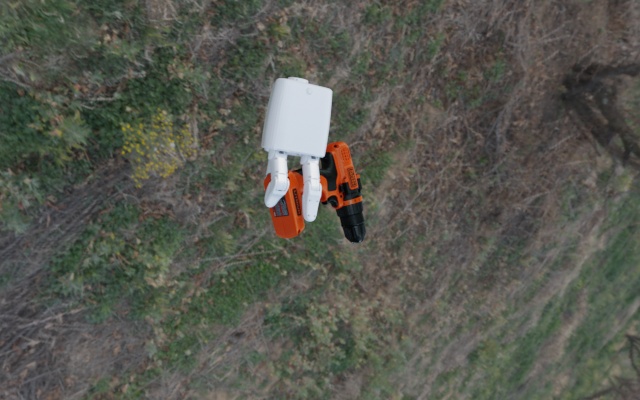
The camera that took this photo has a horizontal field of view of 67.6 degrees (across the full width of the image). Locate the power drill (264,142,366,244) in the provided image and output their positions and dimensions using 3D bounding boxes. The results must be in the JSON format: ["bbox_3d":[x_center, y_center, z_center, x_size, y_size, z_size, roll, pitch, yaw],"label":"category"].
[{"bbox_3d":[0.000,0.002,0.803,0.057,0.184,0.187,-11,6,43],"label":"power drill"}]
